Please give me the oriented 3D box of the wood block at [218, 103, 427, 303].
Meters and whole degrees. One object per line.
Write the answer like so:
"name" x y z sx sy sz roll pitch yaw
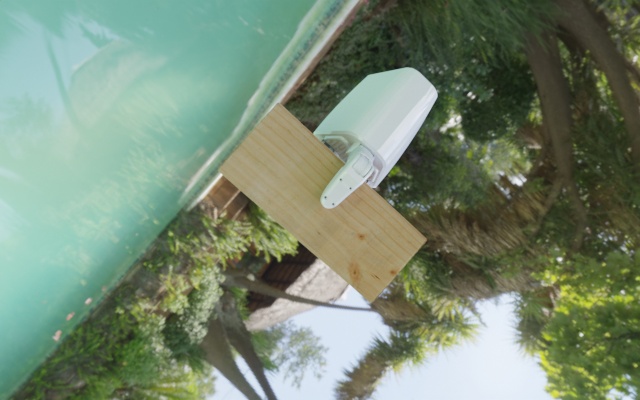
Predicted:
"wood block" 0.000 0.002 0.515 0.206 0.090 0.091 42 -1 -9
